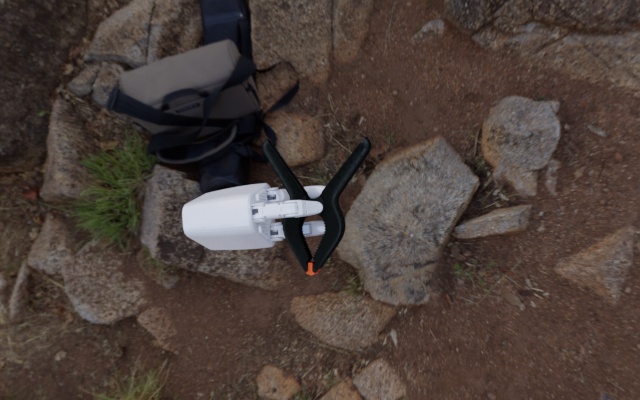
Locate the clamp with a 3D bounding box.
[{"bbox_3d":[0.000,0.003,0.702,0.164,0.210,0.036,-6,-5,14],"label":"clamp"}]
